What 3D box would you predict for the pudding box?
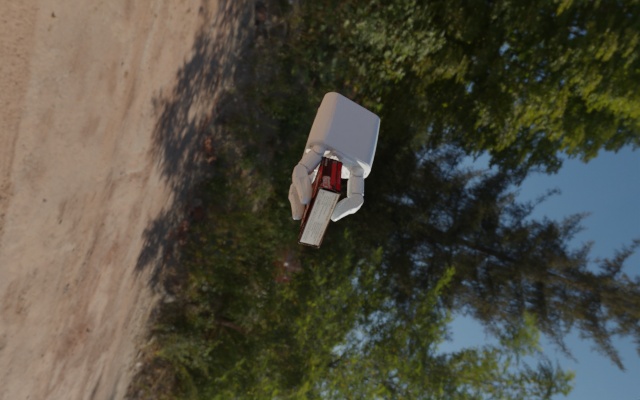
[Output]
[{"bbox_3d":[0.000,0.002,0.737,0.039,0.114,0.090,15,35,-5],"label":"pudding box"}]
